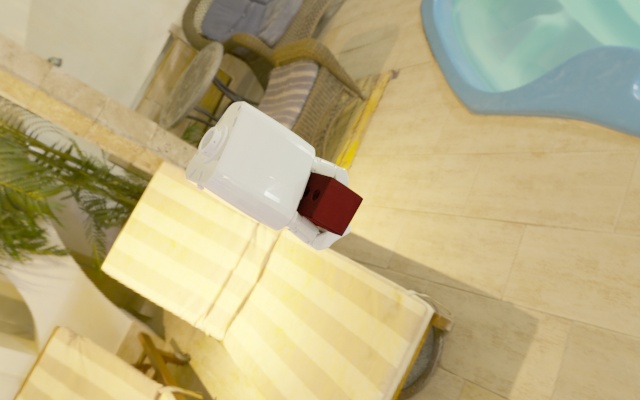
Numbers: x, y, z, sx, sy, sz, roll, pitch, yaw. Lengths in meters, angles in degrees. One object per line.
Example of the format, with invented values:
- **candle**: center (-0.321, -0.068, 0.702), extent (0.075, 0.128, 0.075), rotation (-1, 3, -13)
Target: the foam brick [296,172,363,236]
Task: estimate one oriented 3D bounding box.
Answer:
- **foam brick**: center (0.000, 0.002, 0.565), extent (0.051, 0.053, 0.078), rotation (33, -9, -32)
